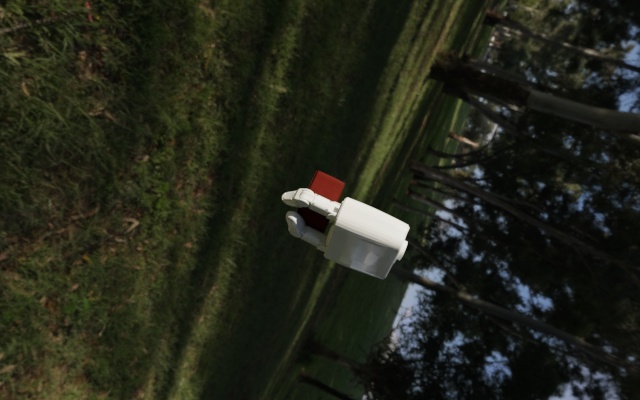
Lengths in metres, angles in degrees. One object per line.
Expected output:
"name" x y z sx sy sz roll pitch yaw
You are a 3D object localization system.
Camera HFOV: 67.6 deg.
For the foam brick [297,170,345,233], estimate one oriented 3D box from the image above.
"foam brick" 0.000 0.002 0.773 0.051 0.078 0.053 23 -24 5
